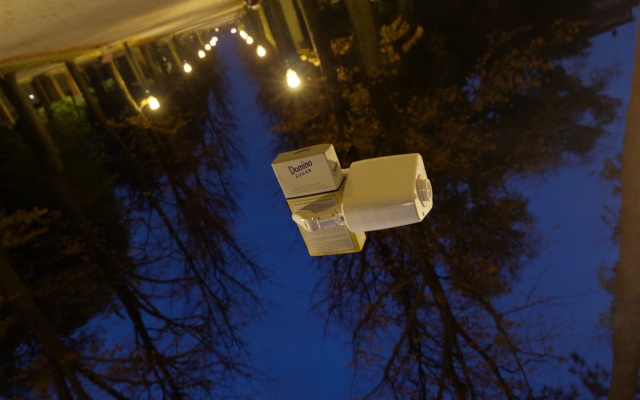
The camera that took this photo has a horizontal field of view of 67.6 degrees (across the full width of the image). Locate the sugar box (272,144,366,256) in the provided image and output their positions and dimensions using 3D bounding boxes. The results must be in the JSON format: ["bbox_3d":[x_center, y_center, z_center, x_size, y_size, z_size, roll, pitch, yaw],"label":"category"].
[{"bbox_3d":[0.000,0.002,0.751,0.093,0.176,0.048,-9,25,24],"label":"sugar box"}]
